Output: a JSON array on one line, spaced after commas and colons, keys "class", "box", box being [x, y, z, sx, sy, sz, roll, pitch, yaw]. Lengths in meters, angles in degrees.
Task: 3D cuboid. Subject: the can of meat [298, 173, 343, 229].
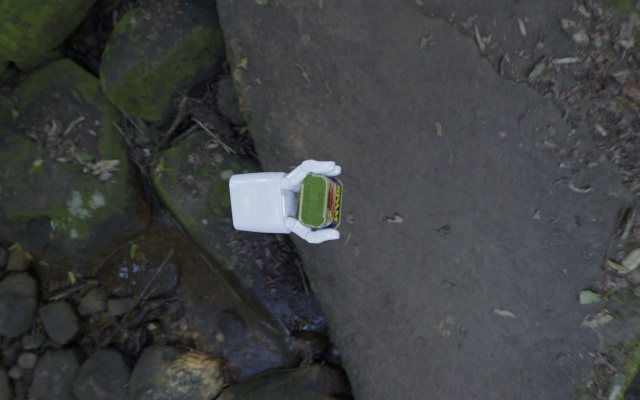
[{"class": "can of meat", "box": [0.000, 0.003, 0.881, 0.057, 0.102, 0.084, 4, -3, 19]}]
